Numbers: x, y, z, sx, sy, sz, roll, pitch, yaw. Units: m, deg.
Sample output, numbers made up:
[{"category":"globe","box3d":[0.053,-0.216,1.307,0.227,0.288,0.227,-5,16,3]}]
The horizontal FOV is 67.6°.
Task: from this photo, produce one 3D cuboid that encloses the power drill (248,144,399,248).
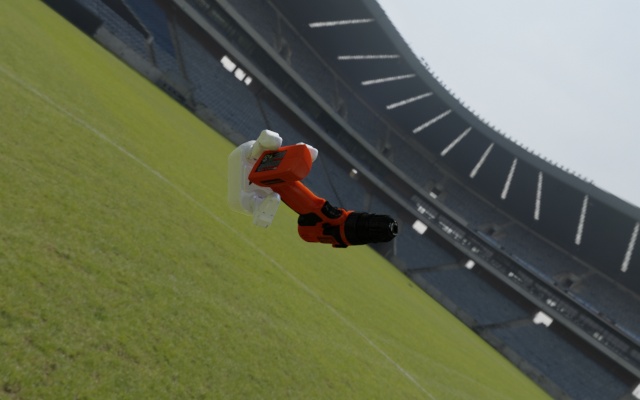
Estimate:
[{"category":"power drill","box3d":[0.000,0.002,0.690,0.184,0.057,0.188,-5,-43,43]}]
